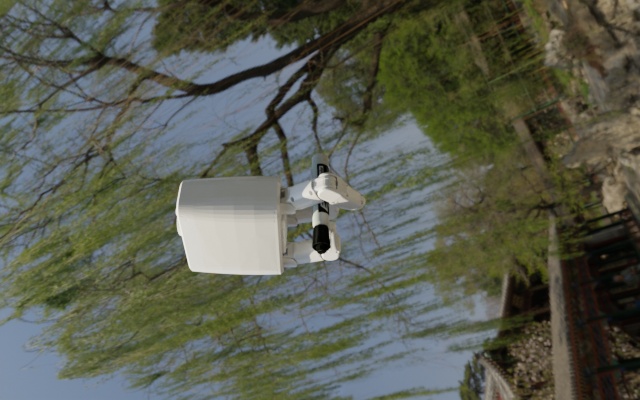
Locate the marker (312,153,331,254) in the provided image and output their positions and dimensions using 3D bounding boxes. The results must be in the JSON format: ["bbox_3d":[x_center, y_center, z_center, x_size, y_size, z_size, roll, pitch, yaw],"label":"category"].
[{"bbox_3d":[0.000,0.002,0.503,0.020,0.121,0.020,0,-35,0],"label":"marker"}]
